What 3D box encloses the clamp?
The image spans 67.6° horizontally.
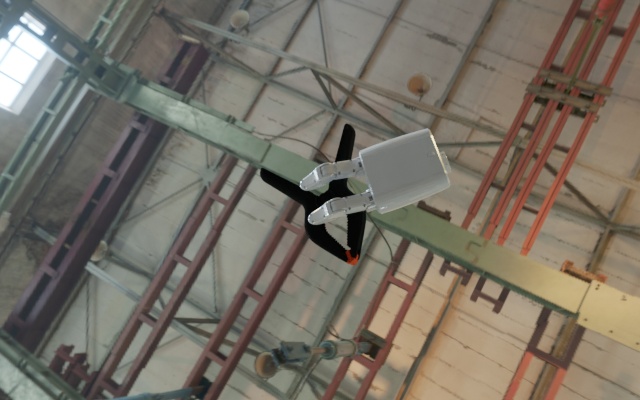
[{"bbox_3d":[0.001,0.003,0.718,0.164,0.210,0.036,-20,-20,13],"label":"clamp"}]
